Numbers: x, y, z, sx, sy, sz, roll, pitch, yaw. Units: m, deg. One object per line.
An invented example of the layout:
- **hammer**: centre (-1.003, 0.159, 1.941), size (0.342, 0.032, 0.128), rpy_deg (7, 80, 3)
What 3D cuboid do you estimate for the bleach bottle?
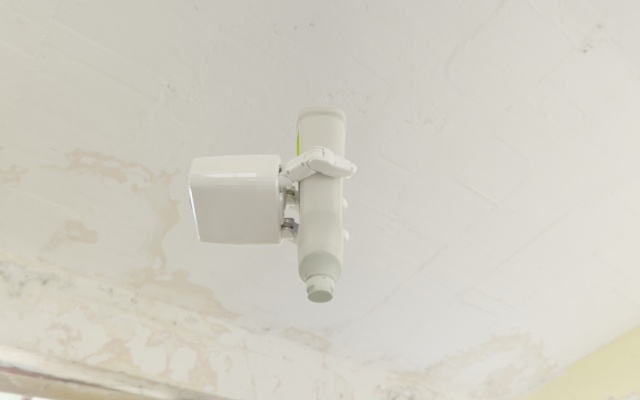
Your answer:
- **bleach bottle**: centre (0.000, 0.002, 0.589), size (0.068, 0.250, 0.103), rpy_deg (1, -39, 0)
